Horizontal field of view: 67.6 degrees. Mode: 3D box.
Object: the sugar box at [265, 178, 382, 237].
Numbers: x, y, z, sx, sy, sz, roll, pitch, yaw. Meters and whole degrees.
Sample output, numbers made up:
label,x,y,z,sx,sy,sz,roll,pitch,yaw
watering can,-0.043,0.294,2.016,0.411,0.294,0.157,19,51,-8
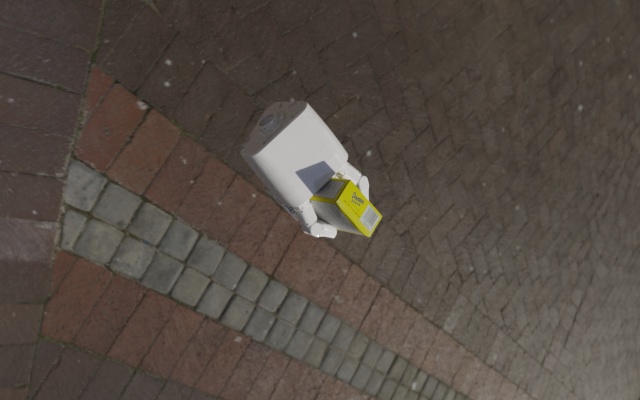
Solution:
label,x,y,z,sx,sy,sz,roll,pitch,yaw
sugar box,0.000,0.002,0.737,0.176,0.048,0.093,14,-27,49
